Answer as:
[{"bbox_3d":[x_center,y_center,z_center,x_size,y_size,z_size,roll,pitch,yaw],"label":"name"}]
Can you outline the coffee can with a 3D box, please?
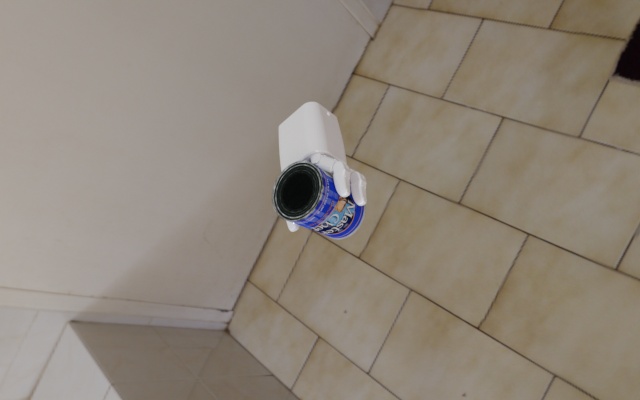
[{"bbox_3d":[0.000,0.003,0.821,0.103,0.102,0.140,0,-15,35],"label":"coffee can"}]
